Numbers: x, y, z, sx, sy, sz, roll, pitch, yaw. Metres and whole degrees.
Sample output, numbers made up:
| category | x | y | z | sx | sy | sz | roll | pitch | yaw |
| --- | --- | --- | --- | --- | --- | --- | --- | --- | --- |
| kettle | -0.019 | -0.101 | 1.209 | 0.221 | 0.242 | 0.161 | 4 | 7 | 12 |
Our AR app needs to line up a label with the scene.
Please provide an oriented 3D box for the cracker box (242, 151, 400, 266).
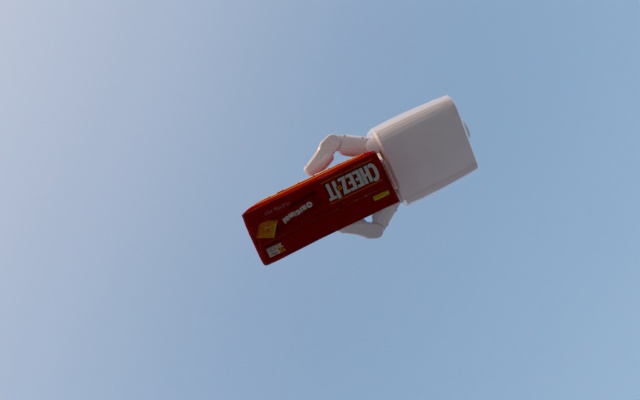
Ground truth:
| category | x | y | z | sx | sy | sz | roll | pitch | yaw |
| --- | --- | --- | --- | --- | --- | --- | --- | --- | --- |
| cracker box | 0.000 | 0.002 | 0.614 | 0.164 | 0.072 | 0.213 | -26 | 2 | 2 |
